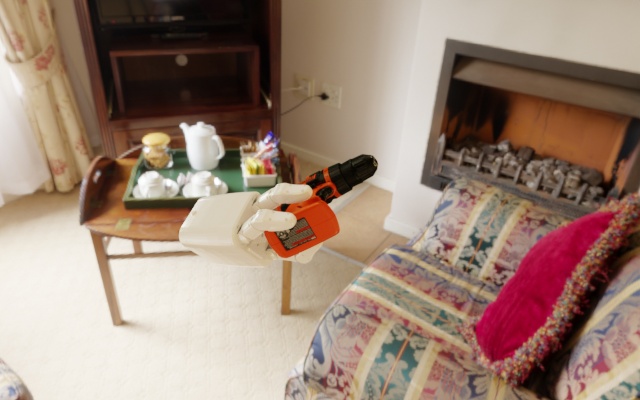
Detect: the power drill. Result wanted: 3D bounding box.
[{"bbox_3d":[0.000,0.003,0.716,0.184,0.057,0.187,-28,14,18],"label":"power drill"}]
